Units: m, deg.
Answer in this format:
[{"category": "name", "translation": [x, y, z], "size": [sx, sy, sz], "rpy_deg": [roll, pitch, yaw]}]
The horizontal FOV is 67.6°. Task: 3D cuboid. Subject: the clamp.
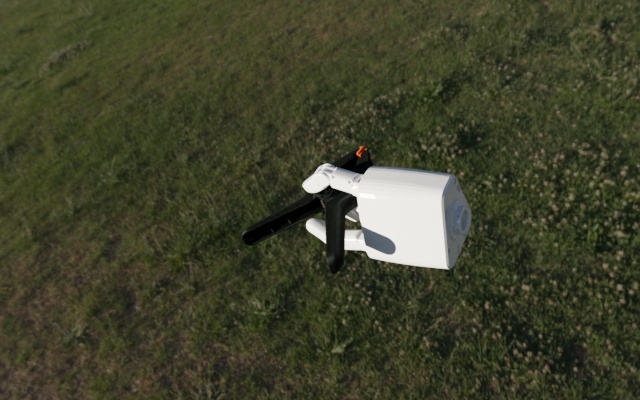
[{"category": "clamp", "translation": [0.000, 0.001, 0.640], "size": [0.164, 0.036, 0.210], "rpy_deg": [7, 47, 35]}]
